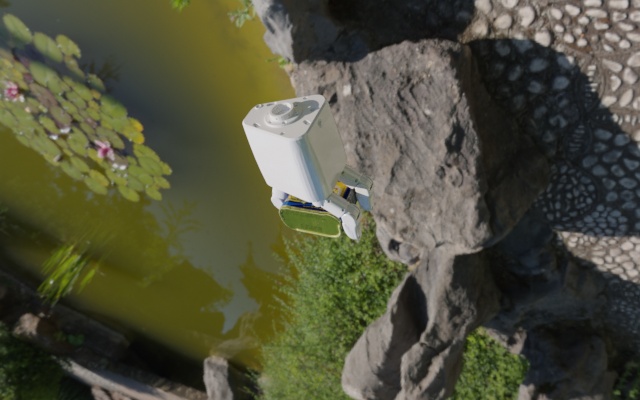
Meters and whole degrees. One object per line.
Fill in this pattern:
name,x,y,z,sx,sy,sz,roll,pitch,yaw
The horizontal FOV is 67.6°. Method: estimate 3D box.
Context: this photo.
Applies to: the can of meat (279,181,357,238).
can of meat,0.000,0.003,0.701,0.102,0.084,0.057,9,-40,23
